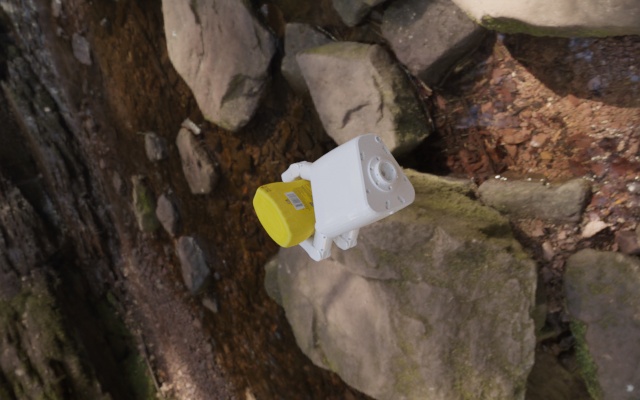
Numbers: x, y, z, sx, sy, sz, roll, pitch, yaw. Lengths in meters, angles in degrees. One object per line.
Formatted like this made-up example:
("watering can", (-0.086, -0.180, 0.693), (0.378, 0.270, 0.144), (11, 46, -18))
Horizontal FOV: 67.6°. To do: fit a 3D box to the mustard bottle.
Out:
("mustard bottle", (0.000, 0.003, 0.729), (0.191, 0.096, 0.058), (-17, -32, -38))
